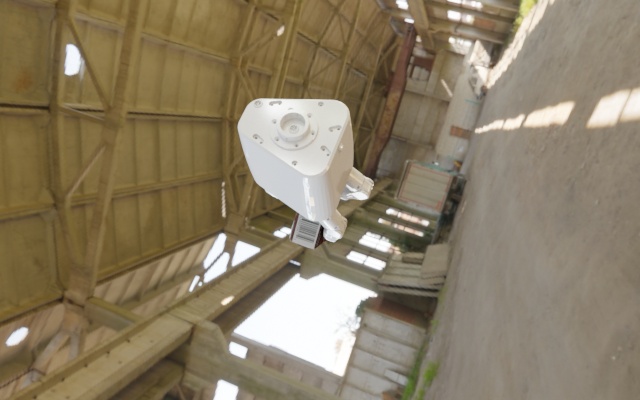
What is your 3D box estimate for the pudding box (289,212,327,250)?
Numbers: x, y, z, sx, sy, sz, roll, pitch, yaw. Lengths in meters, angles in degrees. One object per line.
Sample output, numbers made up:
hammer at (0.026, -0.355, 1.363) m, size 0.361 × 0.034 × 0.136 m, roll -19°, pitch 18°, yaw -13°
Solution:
pudding box at (0.000, 0.002, 0.635) m, size 0.039 × 0.113 × 0.090 m, roll 19°, pitch 7°, yaw 11°
